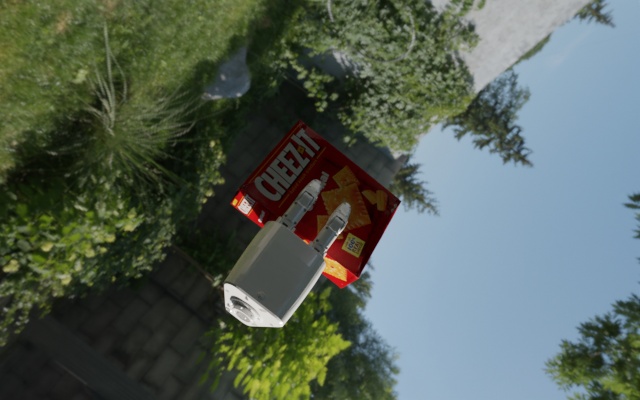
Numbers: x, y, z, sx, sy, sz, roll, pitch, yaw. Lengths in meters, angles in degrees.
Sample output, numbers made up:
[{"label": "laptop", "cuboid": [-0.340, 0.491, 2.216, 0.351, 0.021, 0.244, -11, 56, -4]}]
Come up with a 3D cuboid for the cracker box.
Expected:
[{"label": "cracker box", "cuboid": [0.000, 0.003, 0.734, 0.214, 0.164, 0.072, 39, -33, -4]}]
